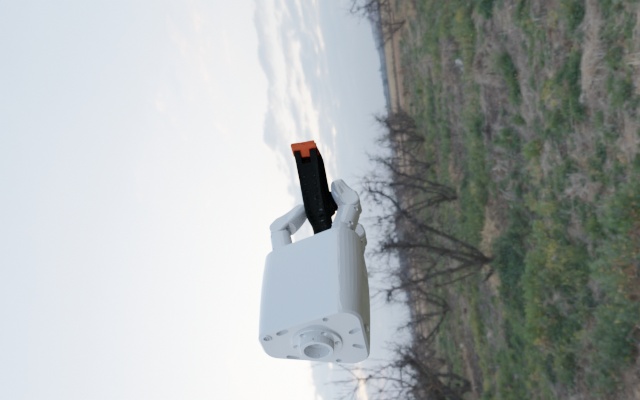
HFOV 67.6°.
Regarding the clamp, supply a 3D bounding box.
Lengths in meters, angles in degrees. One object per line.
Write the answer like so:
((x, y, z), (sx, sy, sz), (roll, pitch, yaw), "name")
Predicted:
((-0.001, 0.002, 0.600), (0.036, 0.210, 0.164), (-9, 40, 6), "clamp")
